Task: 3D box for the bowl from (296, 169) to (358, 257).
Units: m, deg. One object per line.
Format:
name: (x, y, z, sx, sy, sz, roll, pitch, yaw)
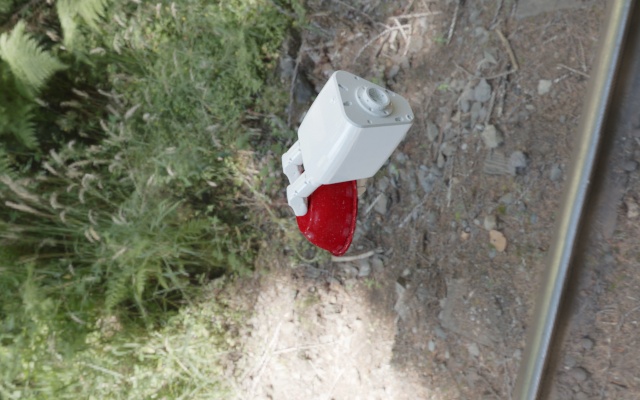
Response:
bowl: (-0.001, 0.003, 0.702, 0.055, 0.162, 0.162, 0, 0, -18)
